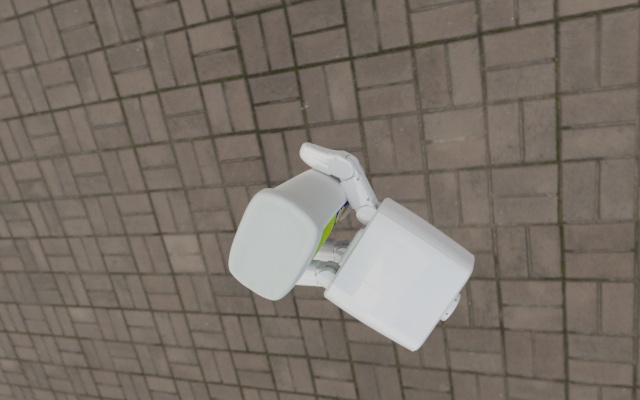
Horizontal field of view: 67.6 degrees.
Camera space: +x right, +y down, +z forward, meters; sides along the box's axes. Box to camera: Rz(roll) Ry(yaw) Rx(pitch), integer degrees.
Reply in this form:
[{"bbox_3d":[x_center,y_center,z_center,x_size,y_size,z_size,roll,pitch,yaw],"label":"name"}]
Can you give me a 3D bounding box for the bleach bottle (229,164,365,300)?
[{"bbox_3d":[0.000,0.002,0.507,0.068,0.103,0.250,32,28,8],"label":"bleach bottle"}]
